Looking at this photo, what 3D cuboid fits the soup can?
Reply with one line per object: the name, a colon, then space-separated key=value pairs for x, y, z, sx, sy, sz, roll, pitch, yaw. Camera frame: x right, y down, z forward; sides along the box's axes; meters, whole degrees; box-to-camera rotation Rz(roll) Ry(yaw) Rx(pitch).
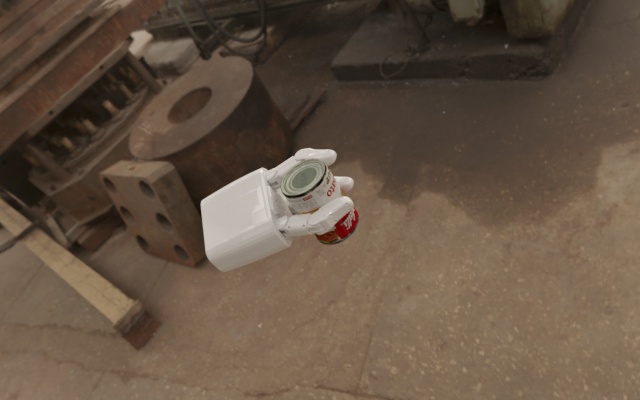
soup can: x=0.000 y=0.002 z=0.634 sx=0.068 sy=0.068 sz=0.102 roll=0 pitch=-40 yaw=37
